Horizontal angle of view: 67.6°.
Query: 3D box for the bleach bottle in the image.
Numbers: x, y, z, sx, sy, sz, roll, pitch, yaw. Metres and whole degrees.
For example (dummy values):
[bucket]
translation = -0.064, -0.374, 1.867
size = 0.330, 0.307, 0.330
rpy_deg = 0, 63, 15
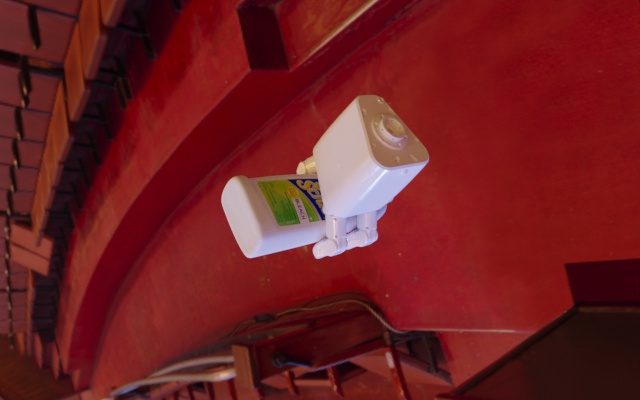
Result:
[bleach bottle]
translation = 0.000, 0.002, 0.652
size = 0.251, 0.102, 0.068
rpy_deg = -12, -23, -37
